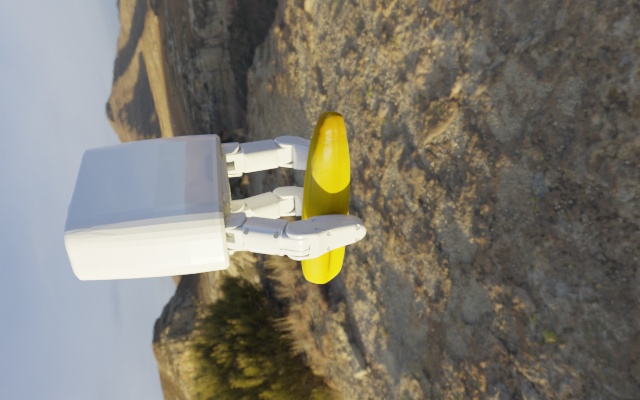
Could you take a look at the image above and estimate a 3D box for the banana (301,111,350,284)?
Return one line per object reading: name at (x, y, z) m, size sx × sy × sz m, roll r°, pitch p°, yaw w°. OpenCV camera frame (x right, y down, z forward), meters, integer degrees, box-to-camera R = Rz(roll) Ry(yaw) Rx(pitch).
banana at (0.001, 0.018, 0.400) m, size 0.037 × 0.069 × 0.198 m, roll -2°, pitch -37°, yaw -5°
